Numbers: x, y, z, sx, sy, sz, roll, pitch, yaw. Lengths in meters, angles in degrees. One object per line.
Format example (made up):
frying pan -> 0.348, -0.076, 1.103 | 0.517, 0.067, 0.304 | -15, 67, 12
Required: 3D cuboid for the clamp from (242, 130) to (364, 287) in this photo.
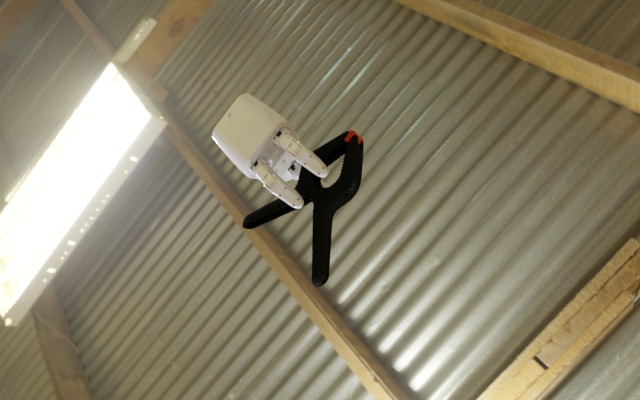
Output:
clamp -> 0.001, 0.002, 0.660 | 0.164, 0.210, 0.036 | 42, 6, 30
